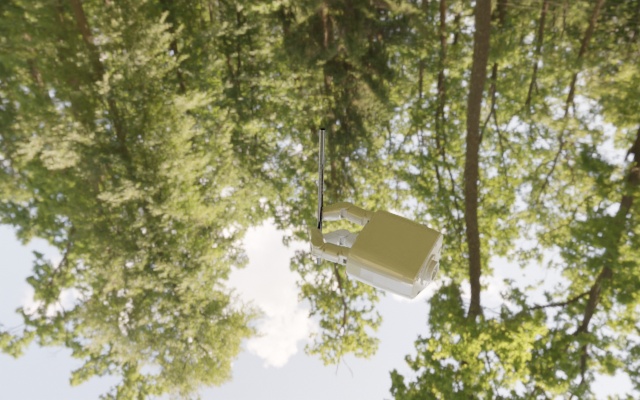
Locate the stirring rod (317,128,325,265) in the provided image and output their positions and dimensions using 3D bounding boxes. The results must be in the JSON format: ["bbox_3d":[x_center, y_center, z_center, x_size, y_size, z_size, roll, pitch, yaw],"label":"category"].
[{"bbox_3d":[0.000,0.002,0.735,0.011,0.240,0.011,1,31,-1],"label":"stirring rod"}]
